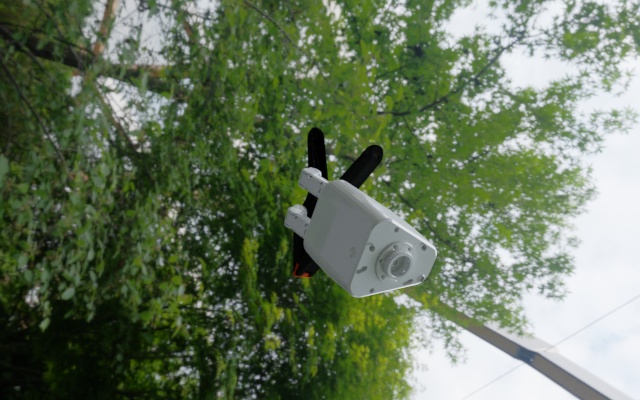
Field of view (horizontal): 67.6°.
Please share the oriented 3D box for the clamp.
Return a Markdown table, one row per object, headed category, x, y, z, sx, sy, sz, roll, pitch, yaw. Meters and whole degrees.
| category | x | y | z | sx | sy | sz | roll | pitch | yaw |
| --- | --- | --- | --- | --- | --- | --- | --- | --- | --- |
| clamp | 0.001 | 0.003 | 0.653 | 0.036 | 0.210 | 0.164 | 12 | 16 | -31 |
